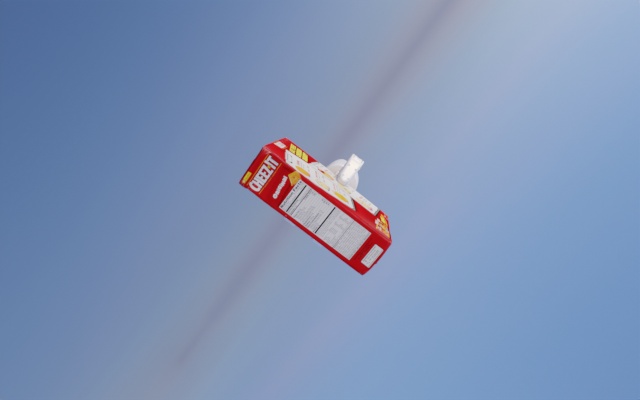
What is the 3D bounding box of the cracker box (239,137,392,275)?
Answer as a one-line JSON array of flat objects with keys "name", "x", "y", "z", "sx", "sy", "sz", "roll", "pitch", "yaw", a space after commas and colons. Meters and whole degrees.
[{"name": "cracker box", "x": 0.000, "y": 0.002, "z": 0.704, "sx": 0.214, "sy": 0.072, "sz": 0.164, "roll": 37, "pitch": 13, "yaw": -2}]
